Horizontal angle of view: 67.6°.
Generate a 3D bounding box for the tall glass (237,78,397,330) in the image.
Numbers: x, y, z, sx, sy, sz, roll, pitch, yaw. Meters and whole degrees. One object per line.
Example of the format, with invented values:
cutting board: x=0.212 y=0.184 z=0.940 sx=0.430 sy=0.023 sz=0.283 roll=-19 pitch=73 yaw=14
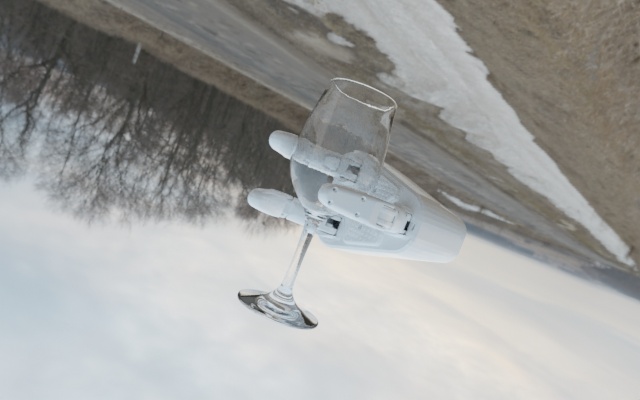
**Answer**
tall glass: x=0.000 y=0.002 z=0.408 sx=0.079 sy=0.201 sz=0.079 roll=21 pitch=2 yaw=-1
